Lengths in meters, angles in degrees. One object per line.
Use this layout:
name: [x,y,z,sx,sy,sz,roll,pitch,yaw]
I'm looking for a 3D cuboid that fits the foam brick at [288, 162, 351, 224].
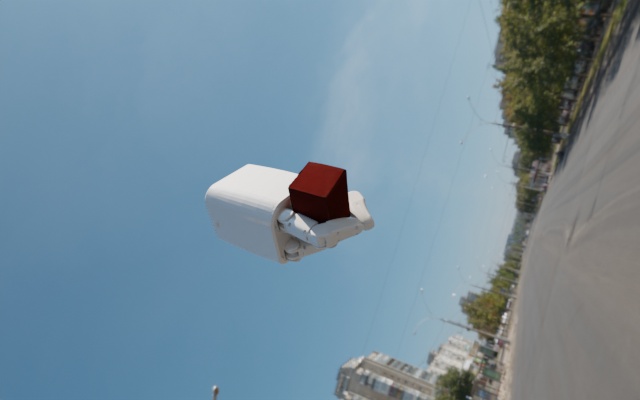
foam brick: [0.000,0.002,0.568,0.051,0.078,0.053,17,49,24]
